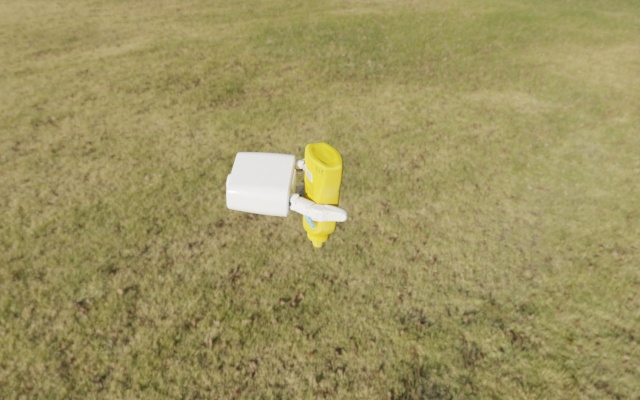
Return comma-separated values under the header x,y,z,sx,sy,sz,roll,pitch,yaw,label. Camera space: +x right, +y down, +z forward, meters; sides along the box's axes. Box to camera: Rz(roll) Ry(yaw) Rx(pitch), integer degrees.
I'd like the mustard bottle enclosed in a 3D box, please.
x,y,z,sx,sy,sz,roll,pitch,yaw,label
0.000,0.003,0.839,0.058,0.192,0.096,-9,35,-19,mustard bottle
